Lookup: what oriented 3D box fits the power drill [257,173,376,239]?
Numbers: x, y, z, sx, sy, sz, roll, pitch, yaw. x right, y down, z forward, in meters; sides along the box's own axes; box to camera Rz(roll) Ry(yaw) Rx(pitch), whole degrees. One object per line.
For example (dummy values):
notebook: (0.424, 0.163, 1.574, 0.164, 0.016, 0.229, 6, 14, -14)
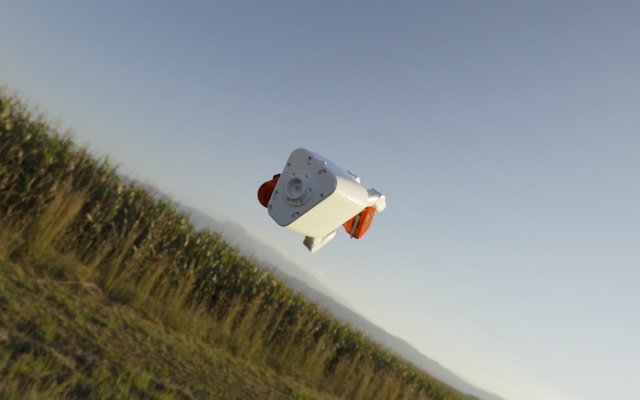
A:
power drill: (0.000, 0.003, 0.836, 0.187, 0.057, 0.184, 18, 14, 12)
